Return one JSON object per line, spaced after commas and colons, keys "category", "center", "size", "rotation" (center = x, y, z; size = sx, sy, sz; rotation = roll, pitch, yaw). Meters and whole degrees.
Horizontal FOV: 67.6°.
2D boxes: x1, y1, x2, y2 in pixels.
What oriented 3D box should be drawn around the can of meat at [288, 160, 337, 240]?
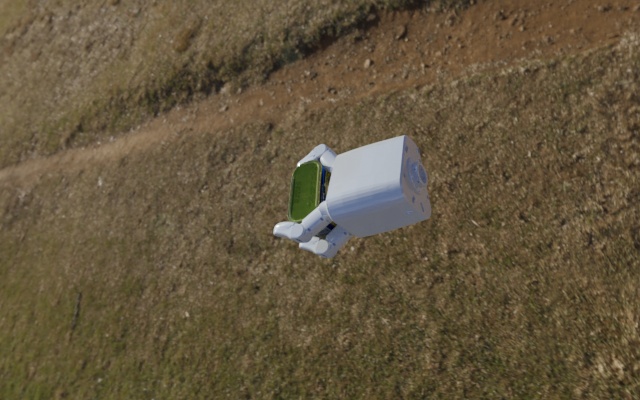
{"category": "can of meat", "center": [0.000, 0.002, 0.697], "size": [0.057, 0.102, 0.084], "rotation": [-13, -30, 32]}
